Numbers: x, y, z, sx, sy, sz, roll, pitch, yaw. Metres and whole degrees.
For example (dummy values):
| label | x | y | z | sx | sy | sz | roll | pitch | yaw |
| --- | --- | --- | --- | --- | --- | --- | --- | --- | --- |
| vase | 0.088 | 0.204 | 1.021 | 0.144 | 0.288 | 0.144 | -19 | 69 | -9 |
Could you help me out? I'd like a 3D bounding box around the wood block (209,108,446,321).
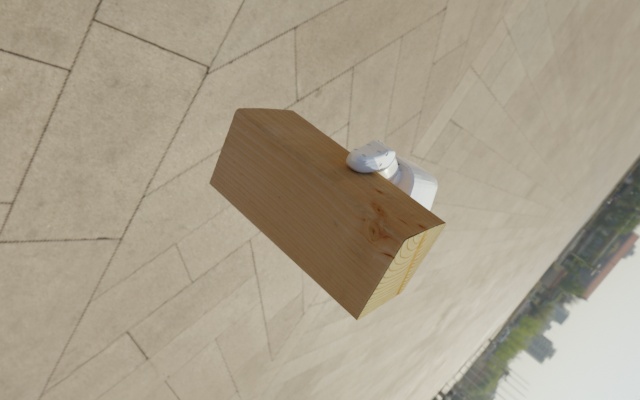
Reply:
| label | x | y | z | sx | sy | sz | roll | pitch | yaw |
| --- | --- | --- | --- | --- | --- | --- | --- | --- | --- |
| wood block | 0.001 | 0.001 | 0.459 | 0.206 | 0.091 | 0.090 | 39 | 28 | 25 |
